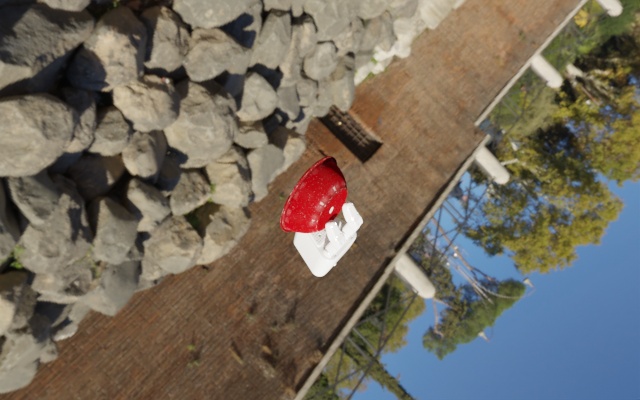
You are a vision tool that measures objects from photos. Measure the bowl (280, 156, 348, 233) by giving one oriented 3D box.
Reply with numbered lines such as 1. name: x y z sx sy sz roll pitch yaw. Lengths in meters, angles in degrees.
1. bowl: 0.000 0.003 0.857 0.055 0.162 0.162 34 12 19
